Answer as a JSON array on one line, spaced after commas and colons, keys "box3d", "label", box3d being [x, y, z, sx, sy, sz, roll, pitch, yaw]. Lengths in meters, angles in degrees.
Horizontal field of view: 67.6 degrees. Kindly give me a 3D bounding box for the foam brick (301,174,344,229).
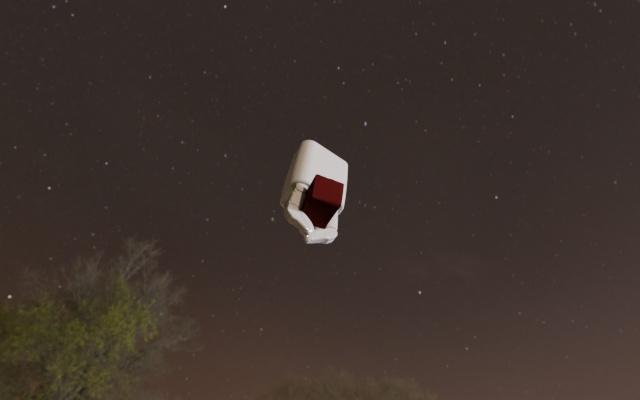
[{"box3d": [0.000, 0.003, 0.808, 0.053, 0.051, 0.078, 20, -38, -11], "label": "foam brick"}]
